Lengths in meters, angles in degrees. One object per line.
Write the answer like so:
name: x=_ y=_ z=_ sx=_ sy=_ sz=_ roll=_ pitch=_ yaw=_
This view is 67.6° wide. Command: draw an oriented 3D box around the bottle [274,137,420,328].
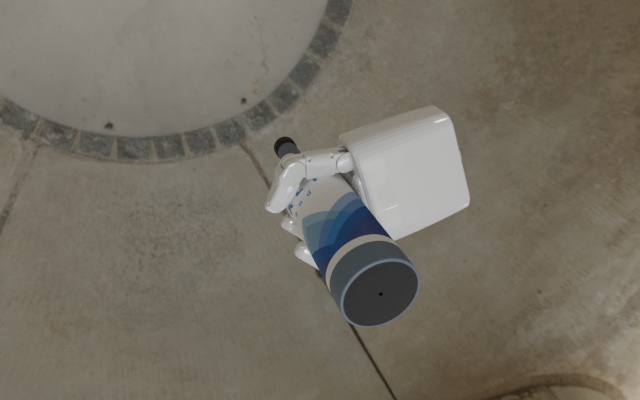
bottle: x=0.000 y=0.002 z=0.483 sx=0.069 sy=0.069 sz=0.295 roll=0 pitch=28 yaw=-21
